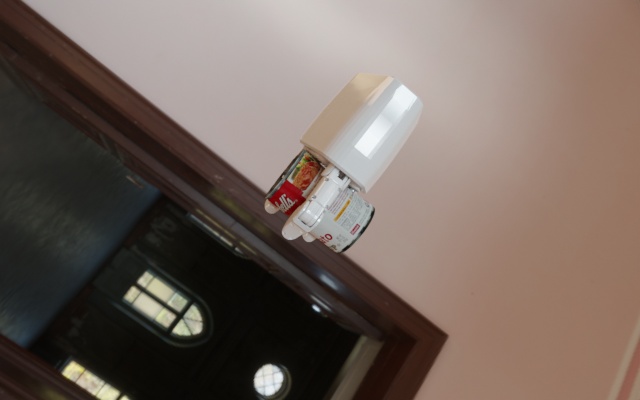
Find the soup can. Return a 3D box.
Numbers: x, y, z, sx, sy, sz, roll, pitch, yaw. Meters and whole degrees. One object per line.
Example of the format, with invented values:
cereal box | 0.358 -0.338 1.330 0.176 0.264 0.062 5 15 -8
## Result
soup can | 0.000 0.002 0.520 0.102 0.068 0.068 38 -7 -9
